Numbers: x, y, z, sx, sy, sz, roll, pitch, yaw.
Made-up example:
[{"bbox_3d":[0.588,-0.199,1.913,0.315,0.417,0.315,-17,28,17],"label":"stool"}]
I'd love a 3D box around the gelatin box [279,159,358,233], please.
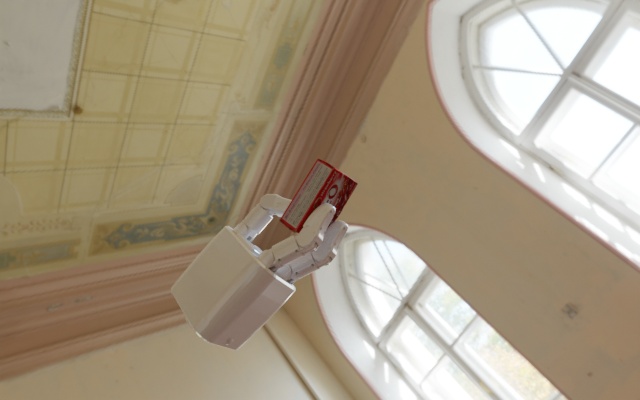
[{"bbox_3d":[0.000,0.001,0.580,0.030,0.089,0.073,33,3,29],"label":"gelatin box"}]
